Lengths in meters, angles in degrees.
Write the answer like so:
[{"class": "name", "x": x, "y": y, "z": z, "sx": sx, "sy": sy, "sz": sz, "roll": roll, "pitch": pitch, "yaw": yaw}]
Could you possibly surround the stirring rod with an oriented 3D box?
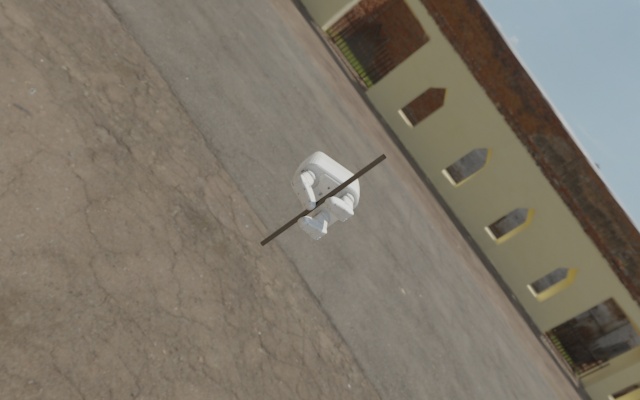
[{"class": "stirring rod", "x": 0.000, "y": 0.002, "z": 0.729, "sx": 0.239, "sy": 0.011, "sz": 0.011, "roll": -36, "pitch": -12, "yaw": 17}]
